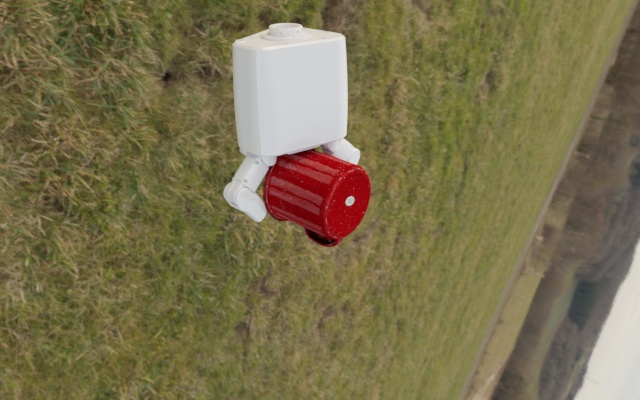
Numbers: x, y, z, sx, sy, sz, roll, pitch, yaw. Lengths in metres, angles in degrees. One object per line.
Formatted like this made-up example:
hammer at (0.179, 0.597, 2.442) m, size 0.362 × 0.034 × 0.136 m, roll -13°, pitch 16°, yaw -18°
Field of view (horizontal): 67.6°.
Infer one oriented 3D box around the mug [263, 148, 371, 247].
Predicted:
mug at (0.000, 0.003, 0.518) m, size 0.081 × 0.117 × 0.093 m, roll 22°, pitch 39°, yaw 35°
